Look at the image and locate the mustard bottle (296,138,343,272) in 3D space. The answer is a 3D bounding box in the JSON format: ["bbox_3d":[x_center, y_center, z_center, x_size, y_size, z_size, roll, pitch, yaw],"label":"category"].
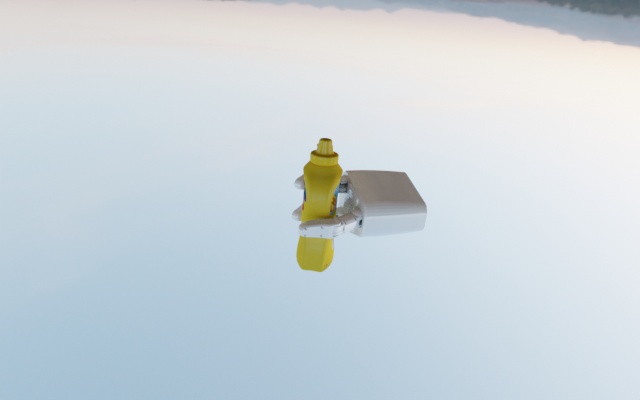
[{"bbox_3d":[0.000,0.003,0.704,0.058,0.192,0.096,8,23,5],"label":"mustard bottle"}]
